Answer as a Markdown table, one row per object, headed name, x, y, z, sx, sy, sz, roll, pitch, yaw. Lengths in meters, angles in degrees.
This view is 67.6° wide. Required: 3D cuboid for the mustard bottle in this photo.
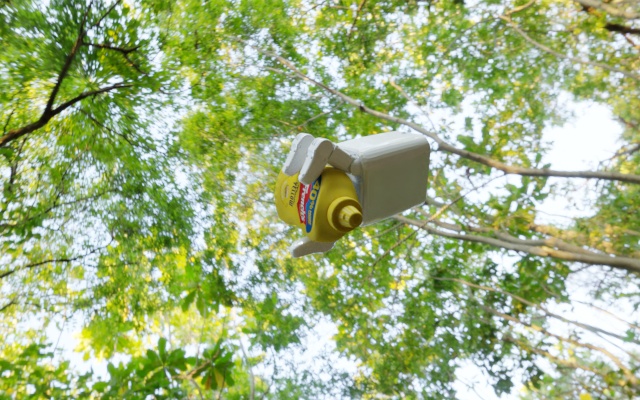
| name | x | y | z | sx | sy | sz | roll | pitch | yaw |
| --- | --- | --- | --- | --- | --- | --- | --- | --- | --- |
| mustard bottle | 0.000 | 0.002 | 0.613 | 0.058 | 0.096 | 0.191 | 9 | 8 | -27 |
